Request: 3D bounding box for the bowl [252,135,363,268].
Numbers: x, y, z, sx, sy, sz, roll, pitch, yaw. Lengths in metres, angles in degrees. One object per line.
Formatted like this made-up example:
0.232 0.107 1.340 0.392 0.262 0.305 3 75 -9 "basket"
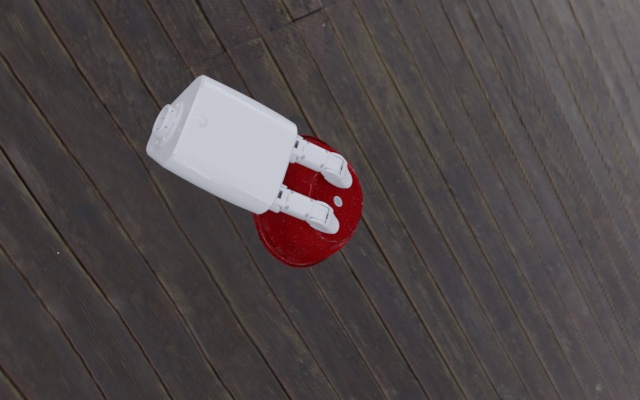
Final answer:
0.001 0.002 0.562 0.162 0.162 0.055 0 1 -45 "bowl"
